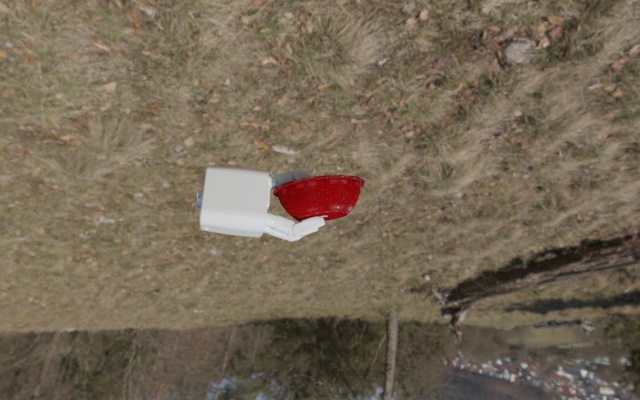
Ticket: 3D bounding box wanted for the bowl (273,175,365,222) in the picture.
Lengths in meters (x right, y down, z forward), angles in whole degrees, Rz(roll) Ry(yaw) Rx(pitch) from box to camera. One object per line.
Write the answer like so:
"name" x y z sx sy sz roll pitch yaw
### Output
"bowl" 0.002 0.003 0.831 0.162 0.055 0.162 -7 -11 -1
